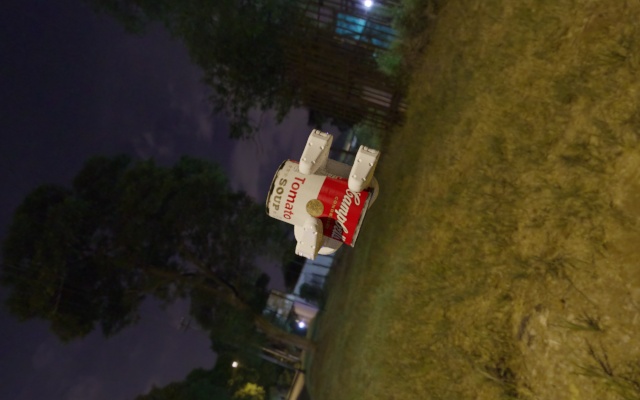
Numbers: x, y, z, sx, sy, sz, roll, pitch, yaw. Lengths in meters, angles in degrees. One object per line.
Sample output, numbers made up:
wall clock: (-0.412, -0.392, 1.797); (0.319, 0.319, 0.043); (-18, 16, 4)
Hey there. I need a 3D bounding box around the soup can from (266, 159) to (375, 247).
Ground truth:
soup can: (0.000, 0.002, 0.521); (0.102, 0.068, 0.068); (20, 2, 7)
